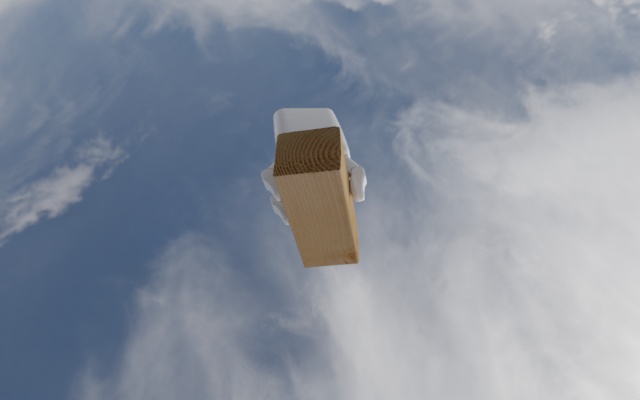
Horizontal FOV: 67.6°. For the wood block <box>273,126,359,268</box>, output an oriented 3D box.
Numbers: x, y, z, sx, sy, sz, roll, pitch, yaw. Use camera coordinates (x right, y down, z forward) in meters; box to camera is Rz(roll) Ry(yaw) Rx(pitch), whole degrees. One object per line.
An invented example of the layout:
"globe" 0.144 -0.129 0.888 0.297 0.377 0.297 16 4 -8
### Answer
"wood block" 0.000 0.002 0.708 0.091 0.090 0.206 -6 -43 8
